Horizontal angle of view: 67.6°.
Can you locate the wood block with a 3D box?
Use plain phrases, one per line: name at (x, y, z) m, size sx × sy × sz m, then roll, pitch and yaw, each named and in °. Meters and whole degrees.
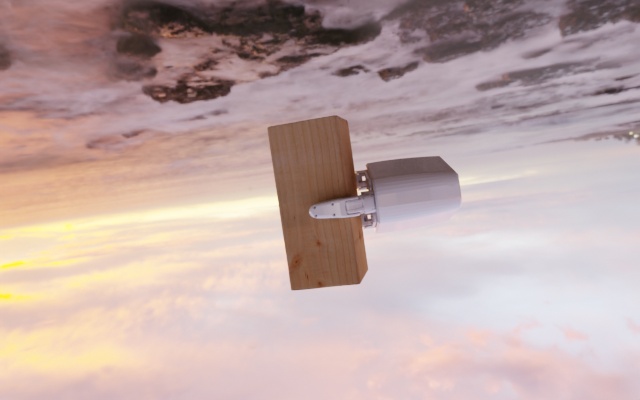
wood block at (0.000, 0.002, 0.622) m, size 0.090 × 0.206 × 0.091 m, roll -8°, pitch 3°, yaw 13°
